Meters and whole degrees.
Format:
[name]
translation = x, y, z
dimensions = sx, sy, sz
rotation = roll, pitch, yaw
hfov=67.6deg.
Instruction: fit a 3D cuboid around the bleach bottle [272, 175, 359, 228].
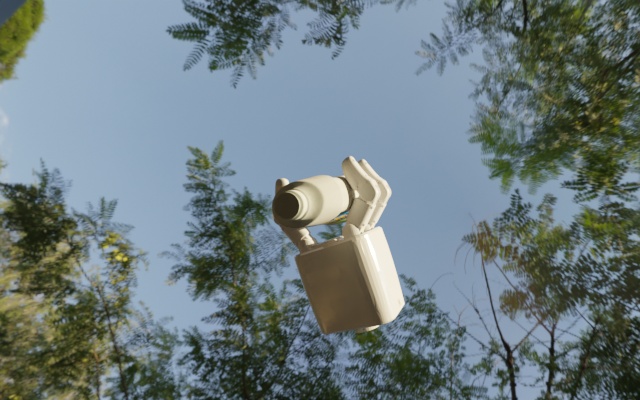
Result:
[bleach bottle]
translation = 0.000, 0.002, 0.599
dimensions = 0.102, 0.068, 0.251
rotation = -19, -3, 19
